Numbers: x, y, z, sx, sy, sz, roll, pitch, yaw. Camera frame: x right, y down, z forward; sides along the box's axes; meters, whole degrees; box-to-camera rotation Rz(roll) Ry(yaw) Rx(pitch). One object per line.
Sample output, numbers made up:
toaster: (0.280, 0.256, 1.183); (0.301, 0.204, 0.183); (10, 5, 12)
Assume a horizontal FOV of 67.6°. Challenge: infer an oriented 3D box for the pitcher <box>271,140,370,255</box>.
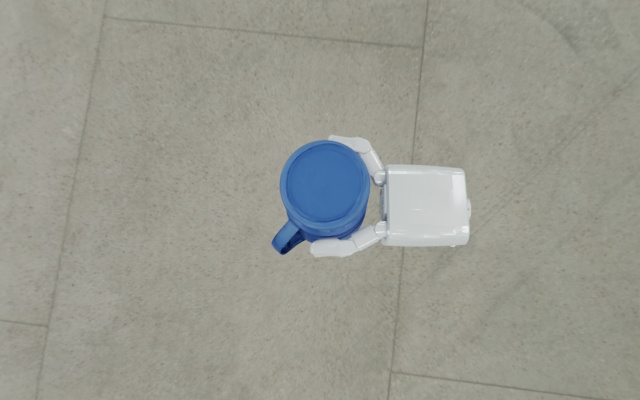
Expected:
pitcher: (0.000, 0.002, 0.671); (0.145, 0.149, 0.243); (1, -7, 1)
